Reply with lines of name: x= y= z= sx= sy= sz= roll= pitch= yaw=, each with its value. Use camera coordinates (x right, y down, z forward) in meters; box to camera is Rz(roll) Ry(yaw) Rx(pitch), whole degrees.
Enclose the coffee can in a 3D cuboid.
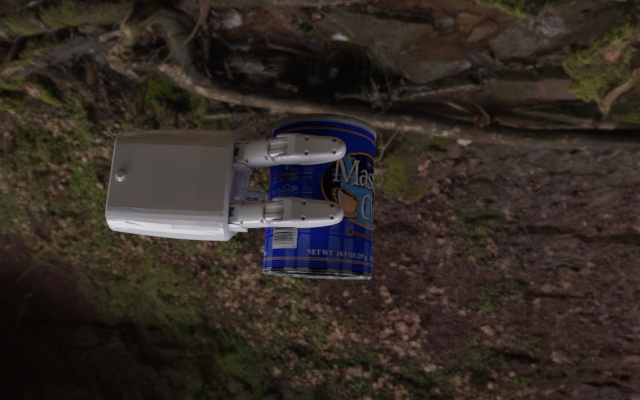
coffee can: x=0.000 y=0.001 z=0.456 sx=0.103 sy=0.140 sz=0.103 roll=3 pitch=-12 yaw=1
